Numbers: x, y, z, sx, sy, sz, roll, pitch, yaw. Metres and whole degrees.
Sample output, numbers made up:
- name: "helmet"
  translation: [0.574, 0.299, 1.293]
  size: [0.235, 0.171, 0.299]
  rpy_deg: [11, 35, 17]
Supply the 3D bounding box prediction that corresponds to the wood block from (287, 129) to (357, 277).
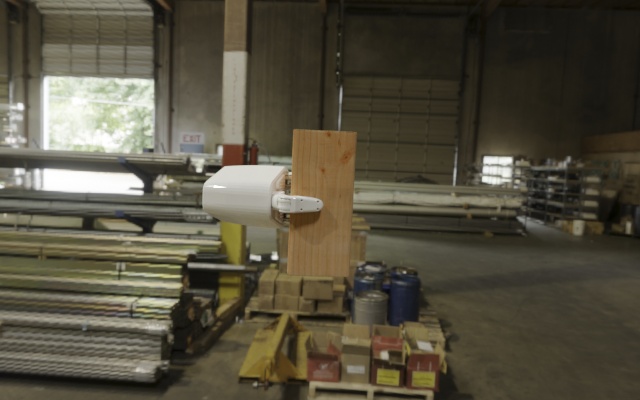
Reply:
- name: "wood block"
  translation: [0.000, 0.002, 0.711]
  size: [0.090, 0.206, 0.091]
  rpy_deg: [2, 5, -3]
